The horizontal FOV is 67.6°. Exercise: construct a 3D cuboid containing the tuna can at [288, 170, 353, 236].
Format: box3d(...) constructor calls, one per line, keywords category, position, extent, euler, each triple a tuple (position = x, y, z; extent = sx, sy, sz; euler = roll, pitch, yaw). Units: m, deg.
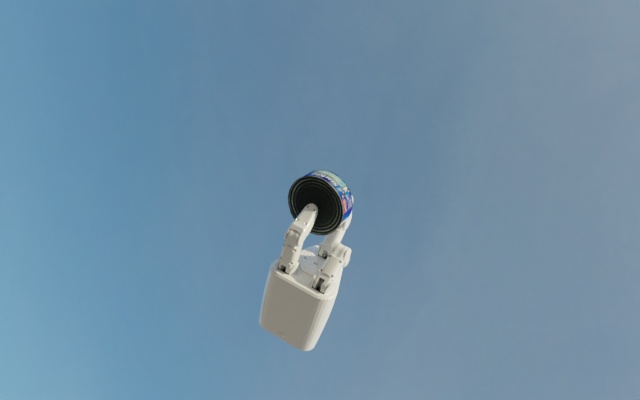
box3d(category="tuna can", position=(0.000, 0.002, 0.651), extent=(0.086, 0.086, 0.033), euler=(0, 21, 32))
